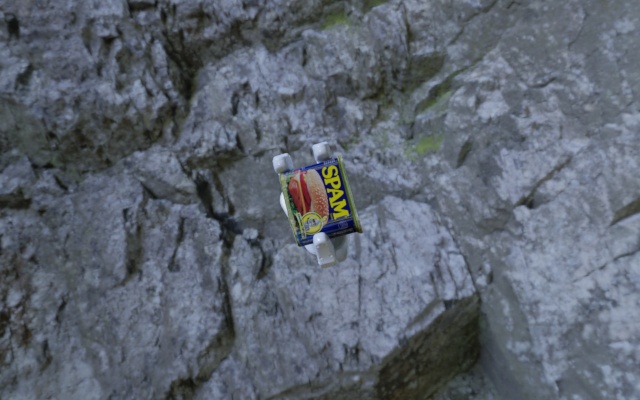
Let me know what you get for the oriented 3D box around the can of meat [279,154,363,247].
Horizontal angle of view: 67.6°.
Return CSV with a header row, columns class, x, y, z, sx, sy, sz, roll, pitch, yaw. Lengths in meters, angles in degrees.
class,x,y,z,sx,sy,sz,roll,pitch,yaw
can of meat,0.000,0.002,0.609,0.084,0.102,0.057,-15,-16,3
